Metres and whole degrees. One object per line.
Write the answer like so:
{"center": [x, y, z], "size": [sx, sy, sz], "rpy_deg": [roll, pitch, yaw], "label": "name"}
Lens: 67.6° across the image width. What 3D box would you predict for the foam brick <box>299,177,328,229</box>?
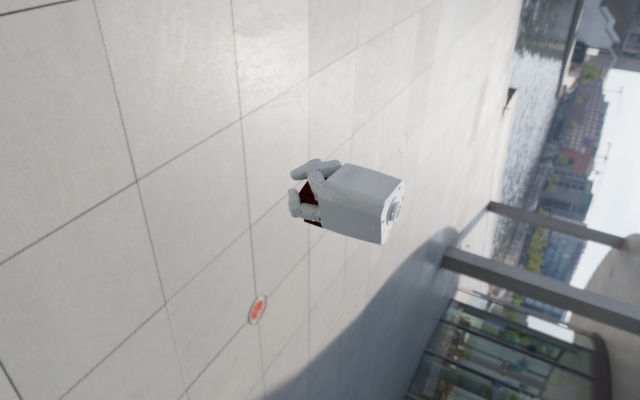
{"center": [0.000, 0.003, 0.831], "size": [0.051, 0.053, 0.078], "rpy_deg": [17, -38, 22], "label": "foam brick"}
